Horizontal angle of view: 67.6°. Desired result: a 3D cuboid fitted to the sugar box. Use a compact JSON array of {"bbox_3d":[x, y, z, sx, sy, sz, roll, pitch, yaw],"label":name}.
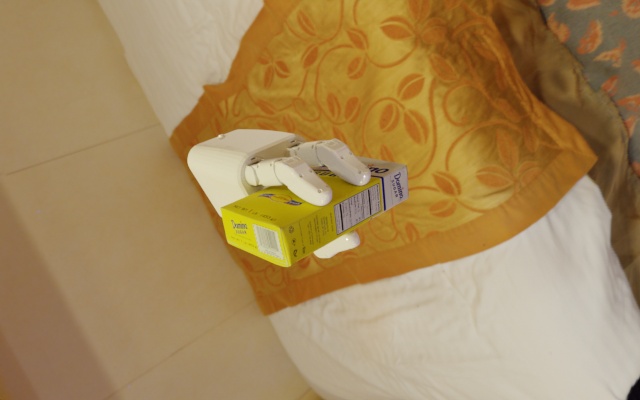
[{"bbox_3d":[0.000,0.001,0.480,0.093,0.048,0.176,15,34,43],"label":"sugar box"}]
